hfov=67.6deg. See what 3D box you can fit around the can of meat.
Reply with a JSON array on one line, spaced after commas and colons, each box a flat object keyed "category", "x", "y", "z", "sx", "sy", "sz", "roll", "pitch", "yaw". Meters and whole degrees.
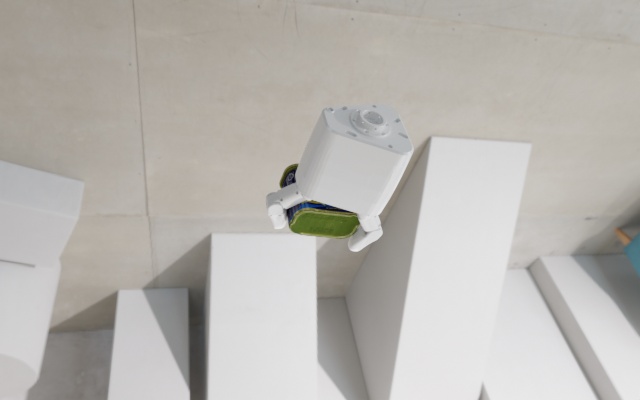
[{"category": "can of meat", "x": 0.000, "y": 0.002, "z": 0.656, "sx": 0.102, "sy": 0.084, "sz": 0.057, "roll": 7, "pitch": -44, "yaw": -22}]
